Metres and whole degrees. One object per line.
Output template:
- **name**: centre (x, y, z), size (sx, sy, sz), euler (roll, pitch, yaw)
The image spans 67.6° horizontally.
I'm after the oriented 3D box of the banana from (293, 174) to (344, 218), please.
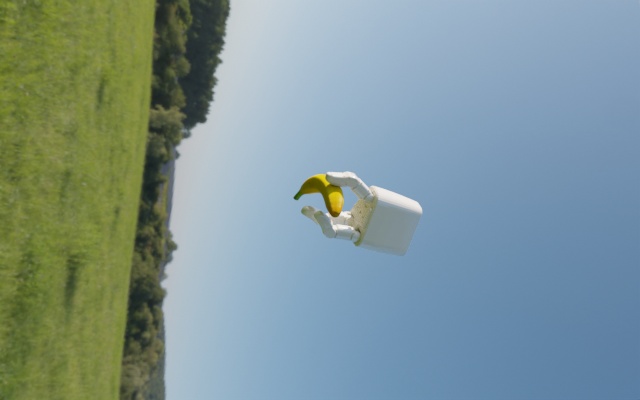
- **banana**: centre (0.006, -0.015, 0.902), size (0.037, 0.069, 0.197), euler (21, 0, -24)
